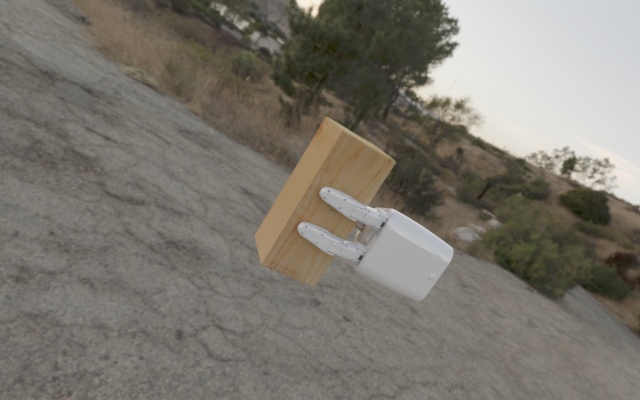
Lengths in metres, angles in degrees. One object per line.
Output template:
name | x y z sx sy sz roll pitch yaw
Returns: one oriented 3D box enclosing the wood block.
wood block | 0.000 0.002 0.663 0.090 0.206 0.090 27 13 -22
